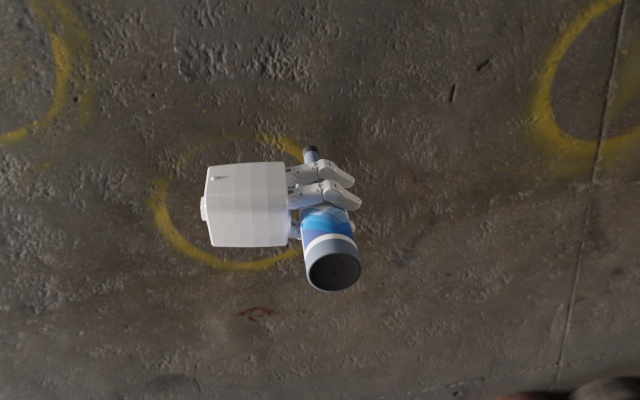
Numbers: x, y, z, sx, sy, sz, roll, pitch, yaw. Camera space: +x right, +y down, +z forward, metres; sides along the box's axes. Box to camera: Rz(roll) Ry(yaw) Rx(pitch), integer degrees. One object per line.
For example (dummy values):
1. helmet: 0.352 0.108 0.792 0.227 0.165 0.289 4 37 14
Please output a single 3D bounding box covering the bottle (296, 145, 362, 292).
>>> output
1. bottle: 0.000 0.002 0.689 0.069 0.069 0.295 0 35 -8
